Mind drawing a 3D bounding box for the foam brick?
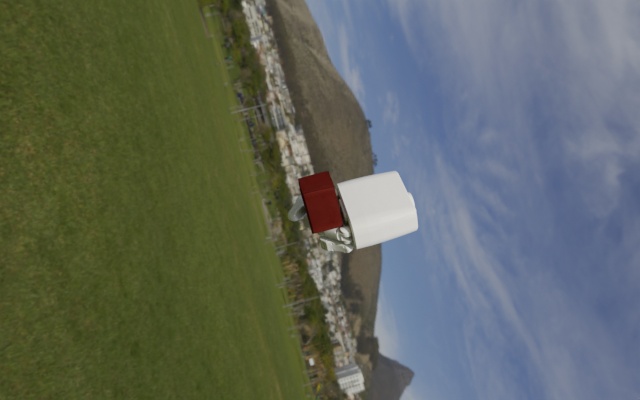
[{"bbox_3d":[0.000,0.002,0.744,0.051,0.078,0.053,-15,33,0],"label":"foam brick"}]
